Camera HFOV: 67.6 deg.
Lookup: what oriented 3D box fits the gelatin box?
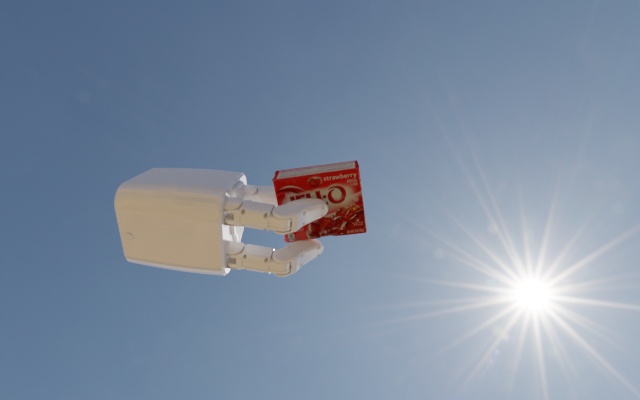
[{"bbox_3d":[0.000,0.001,0.498,0.089,0.073,0.030,-7,23,5],"label":"gelatin box"}]
